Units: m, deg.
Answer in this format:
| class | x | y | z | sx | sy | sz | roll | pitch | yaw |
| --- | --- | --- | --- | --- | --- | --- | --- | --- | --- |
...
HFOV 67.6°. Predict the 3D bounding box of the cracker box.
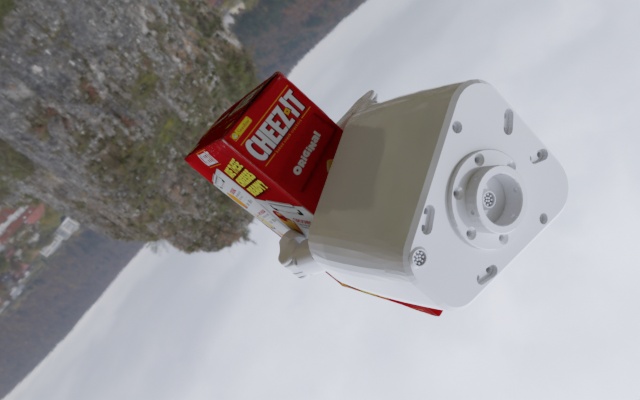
| class | x | y | z | sx | sy | sz | roll | pitch | yaw |
| --- | --- | --- | --- | --- | --- | --- | --- | --- | --- |
| cracker box | 0.000 | 0.002 | 0.412 | 0.214 | 0.072 | 0.164 | 41 | -16 | -19 |
